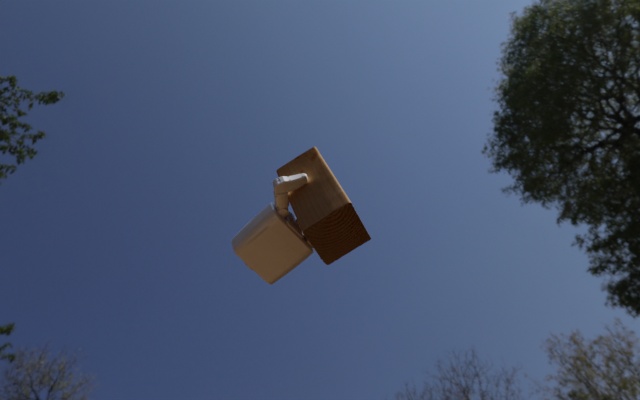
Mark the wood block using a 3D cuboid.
[{"bbox_3d":[0.000,0.003,0.841,0.090,0.091,0.206,-31,36,2],"label":"wood block"}]
